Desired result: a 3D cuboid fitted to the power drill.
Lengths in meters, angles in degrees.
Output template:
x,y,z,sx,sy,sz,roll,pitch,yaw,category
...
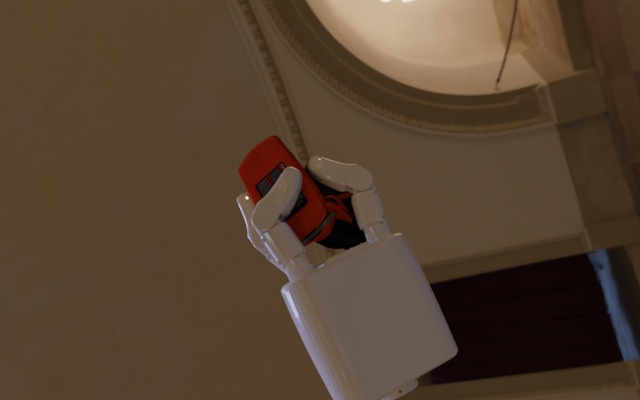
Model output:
x,y,z,sx,sy,sz,roll,pitch,yaw,category
0.000,0.002,0.499,0.057,0.184,0.188,-44,-32,13,power drill
